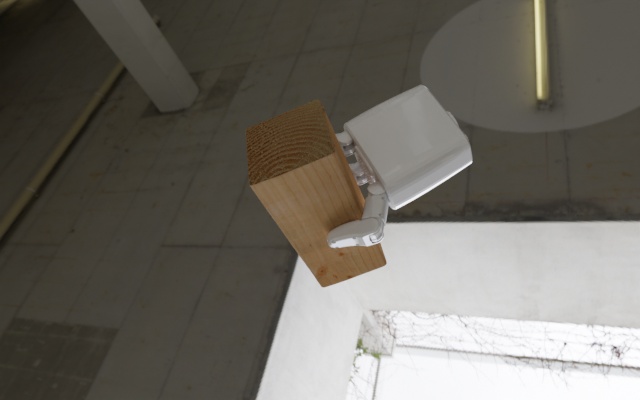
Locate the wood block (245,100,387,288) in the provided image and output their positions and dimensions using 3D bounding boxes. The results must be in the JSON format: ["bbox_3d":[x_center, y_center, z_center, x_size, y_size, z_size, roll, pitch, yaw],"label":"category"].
[{"bbox_3d":[0.001,0.002,0.550,0.090,0.090,0.206,-21,-44,8],"label":"wood block"}]
